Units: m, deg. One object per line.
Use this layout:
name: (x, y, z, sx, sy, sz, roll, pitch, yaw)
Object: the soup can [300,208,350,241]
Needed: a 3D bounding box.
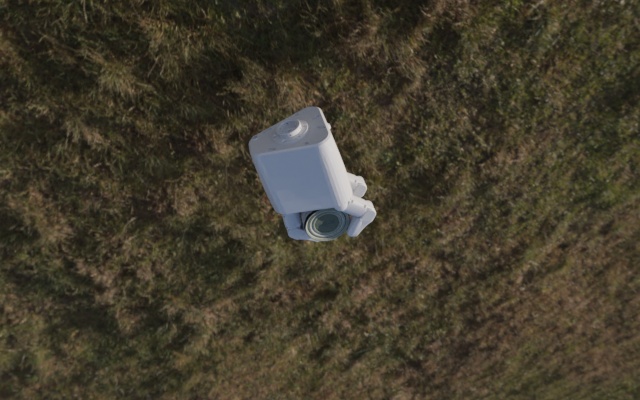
soup can: (0.000, 0.003, 0.710, 0.068, 0.069, 0.102, 0, 39, -15)
